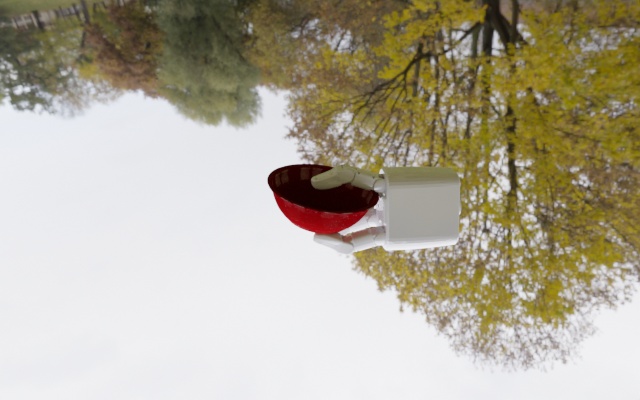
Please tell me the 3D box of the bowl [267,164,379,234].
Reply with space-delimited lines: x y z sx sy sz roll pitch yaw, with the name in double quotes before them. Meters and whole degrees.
"bowl" -0.001 0.002 0.690 0.162 0.055 0.162 9 25 -4
